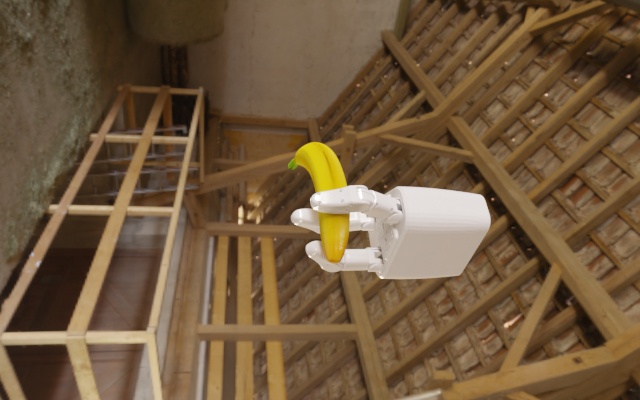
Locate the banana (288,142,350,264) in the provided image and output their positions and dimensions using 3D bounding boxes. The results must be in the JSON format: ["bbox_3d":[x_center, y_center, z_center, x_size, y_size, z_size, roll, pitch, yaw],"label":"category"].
[{"bbox_3d":[0.004,-0.015,0.553,0.037,0.070,0.197,4,34,-20],"label":"banana"}]
